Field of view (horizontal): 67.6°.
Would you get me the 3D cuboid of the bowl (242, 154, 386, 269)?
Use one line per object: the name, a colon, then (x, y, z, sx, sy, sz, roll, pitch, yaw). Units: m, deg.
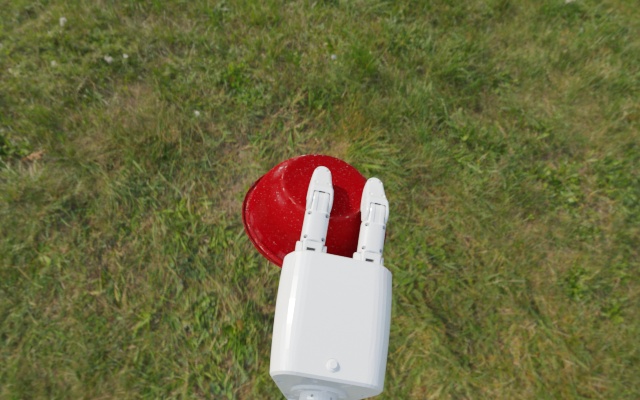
bowl: (0.000, 0.000, 0.508, 0.162, 0.162, 0.055, 0, -42, -16)
